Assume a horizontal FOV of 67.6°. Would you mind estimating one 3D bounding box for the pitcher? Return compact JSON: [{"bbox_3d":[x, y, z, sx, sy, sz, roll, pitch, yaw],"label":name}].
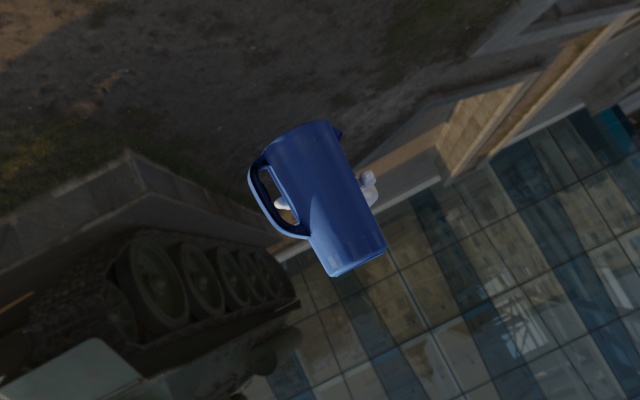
[{"bbox_3d":[0.000,0.003,0.792,0.149,0.243,0.145,-31,-10,21],"label":"pitcher"}]
